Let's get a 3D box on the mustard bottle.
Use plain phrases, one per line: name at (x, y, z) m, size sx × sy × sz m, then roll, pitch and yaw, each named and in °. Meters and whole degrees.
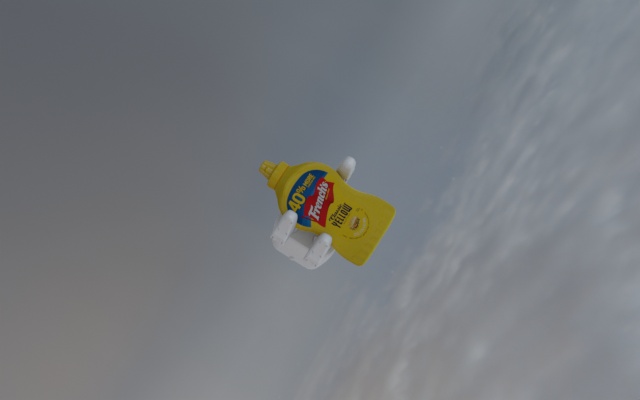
mustard bottle at (0.000, 0.002, 0.659) m, size 0.191 × 0.096 × 0.058 m, roll 32°, pitch 1°, yaw 2°
